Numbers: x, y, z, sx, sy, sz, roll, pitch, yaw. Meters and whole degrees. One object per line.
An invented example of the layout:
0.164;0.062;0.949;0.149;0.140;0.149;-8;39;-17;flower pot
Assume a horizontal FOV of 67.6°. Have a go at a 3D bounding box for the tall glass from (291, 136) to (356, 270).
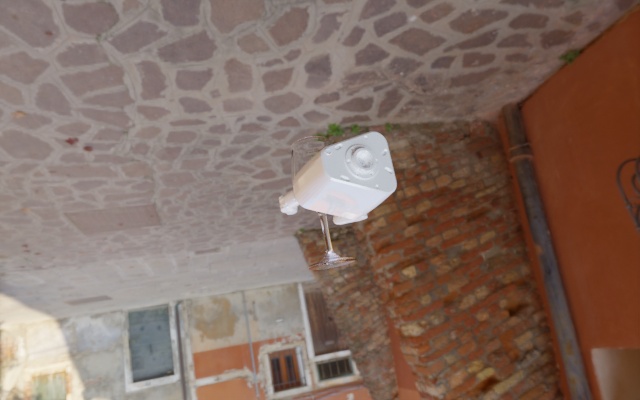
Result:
0.000;0.003;0.750;0.079;0.201;0.079;-10;-16;-3;tall glass
